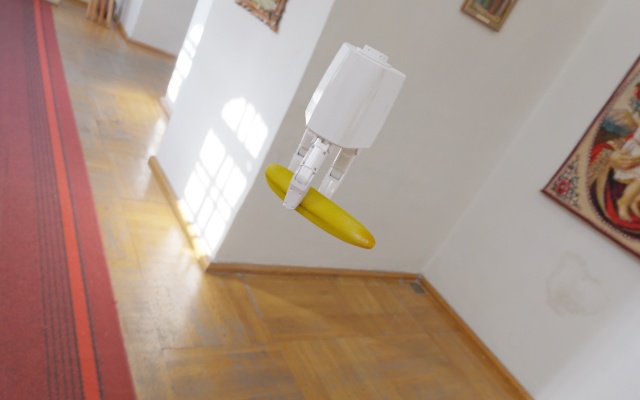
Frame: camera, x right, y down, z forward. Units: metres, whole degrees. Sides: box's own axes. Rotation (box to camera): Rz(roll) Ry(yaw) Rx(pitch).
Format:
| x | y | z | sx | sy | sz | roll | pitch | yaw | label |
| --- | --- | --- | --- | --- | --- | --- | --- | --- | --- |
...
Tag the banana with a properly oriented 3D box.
| x | y | z | sx | sy | sz | roll | pitch | yaw | label |
| --- | --- | --- | --- | --- | --- | --- | --- | --- | --- |
| -0.012 | 0.000 | 0.630 | 0.197 | 0.037 | 0.069 | 38 | 18 | 27 | banana |
